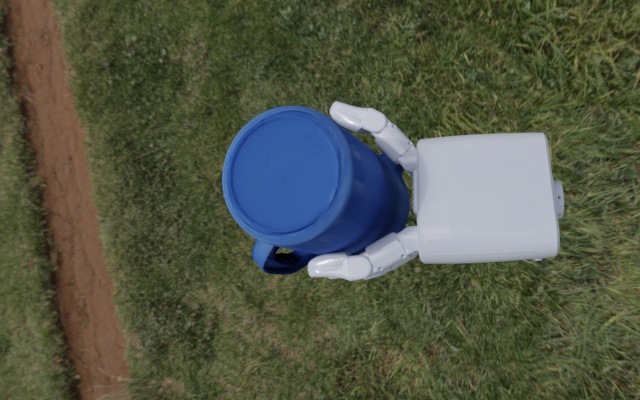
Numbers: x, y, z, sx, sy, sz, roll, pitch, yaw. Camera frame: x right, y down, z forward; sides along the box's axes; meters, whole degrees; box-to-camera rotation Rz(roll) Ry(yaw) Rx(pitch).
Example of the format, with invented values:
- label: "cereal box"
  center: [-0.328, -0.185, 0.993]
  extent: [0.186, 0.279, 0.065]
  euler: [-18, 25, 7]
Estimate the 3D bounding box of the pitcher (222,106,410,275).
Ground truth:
- label: "pitcher"
  center: [0.000, 0.001, 0.466]
  extent: [0.145, 0.149, 0.243]
  euler: [0, -6, 17]
